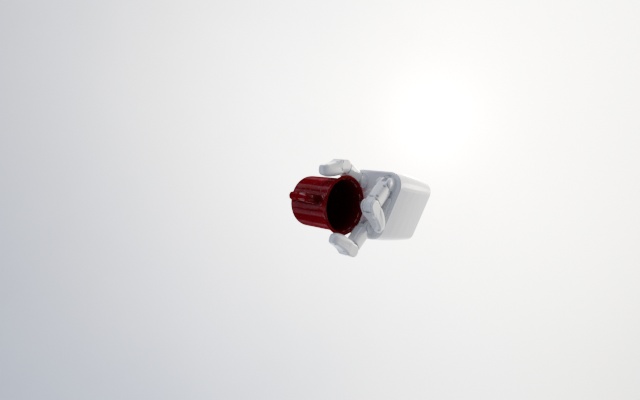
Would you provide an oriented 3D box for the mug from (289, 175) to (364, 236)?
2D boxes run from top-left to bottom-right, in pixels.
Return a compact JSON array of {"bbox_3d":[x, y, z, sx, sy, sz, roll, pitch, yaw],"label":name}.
[{"bbox_3d":[-0.001,0.002,0.740,0.081,0.093,0.117,8,-1,43],"label":"mug"}]
